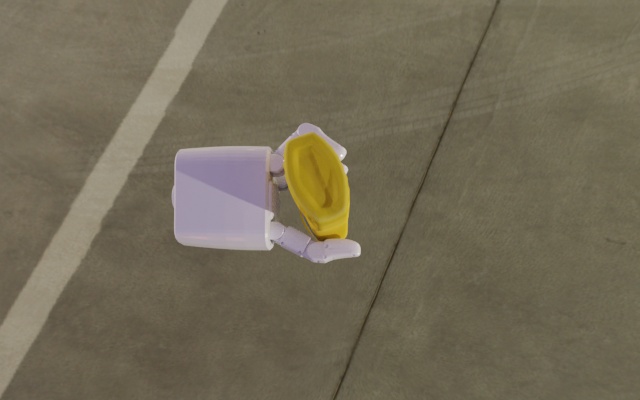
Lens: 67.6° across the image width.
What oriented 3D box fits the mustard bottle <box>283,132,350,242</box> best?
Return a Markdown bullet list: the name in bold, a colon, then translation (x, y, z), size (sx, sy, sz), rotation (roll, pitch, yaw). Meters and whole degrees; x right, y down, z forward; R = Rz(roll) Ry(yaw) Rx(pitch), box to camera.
- **mustard bottle**: translation (0.000, 0.002, 0.551), size (0.058, 0.096, 0.192), rotation (-23, -16, -4)
